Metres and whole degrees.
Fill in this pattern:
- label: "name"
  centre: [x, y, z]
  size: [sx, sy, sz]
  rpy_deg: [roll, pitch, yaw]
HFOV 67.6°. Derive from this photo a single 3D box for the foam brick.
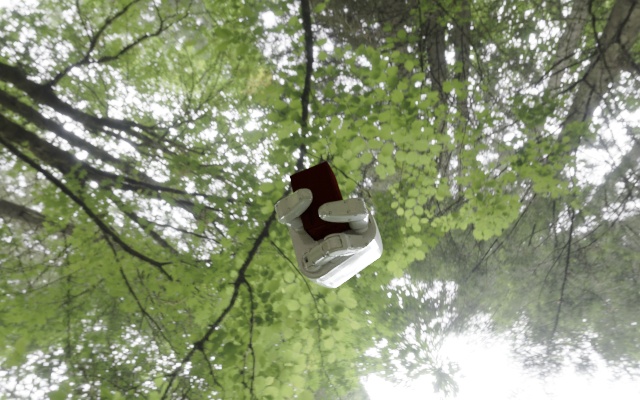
- label: "foam brick"
  centre: [0.000, 0.002, 0.596]
  size: [0.053, 0.078, 0.051]
  rpy_deg: [-19, -22, 8]
